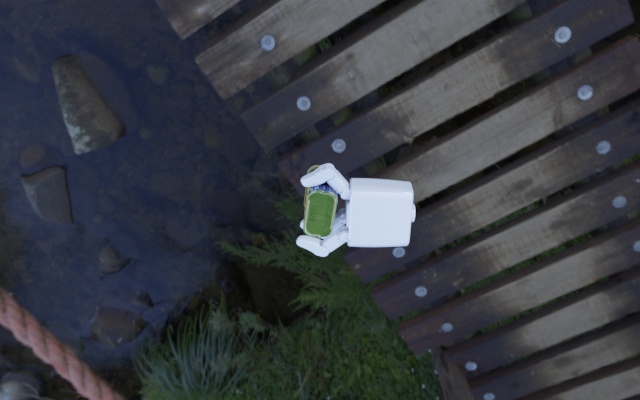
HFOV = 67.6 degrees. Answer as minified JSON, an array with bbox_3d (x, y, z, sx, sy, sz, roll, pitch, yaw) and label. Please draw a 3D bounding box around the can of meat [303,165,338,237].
[{"bbox_3d":[0.000,0.003,0.847,0.057,0.102,0.084,6,34,-3],"label":"can of meat"}]
